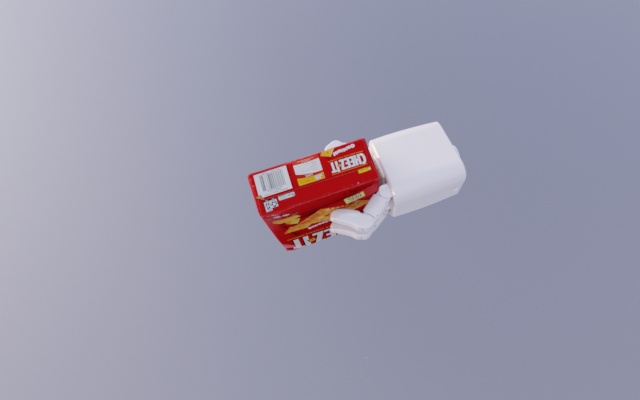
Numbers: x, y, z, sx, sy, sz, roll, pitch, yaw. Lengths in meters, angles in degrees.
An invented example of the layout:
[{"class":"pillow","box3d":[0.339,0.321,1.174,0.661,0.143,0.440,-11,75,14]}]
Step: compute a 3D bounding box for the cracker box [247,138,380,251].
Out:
[{"class":"cracker box","box3d":[0.000,0.002,0.711,0.164,0.072,0.214,-18,-19,0]}]
